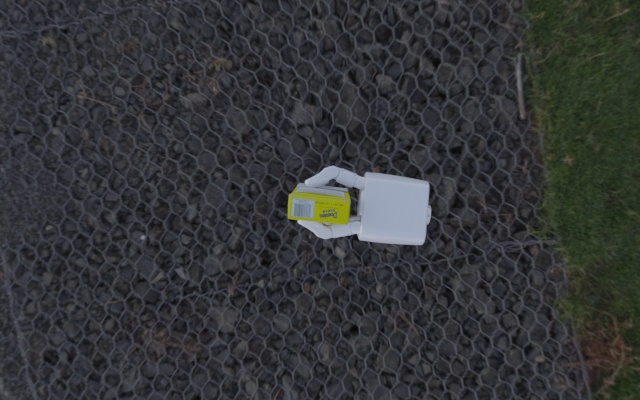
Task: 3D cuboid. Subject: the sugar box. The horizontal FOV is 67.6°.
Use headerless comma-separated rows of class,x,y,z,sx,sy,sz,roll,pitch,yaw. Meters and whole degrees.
sugar box,0.000,0.003,0.792,0.093,0.048,0.176,7,5,2
